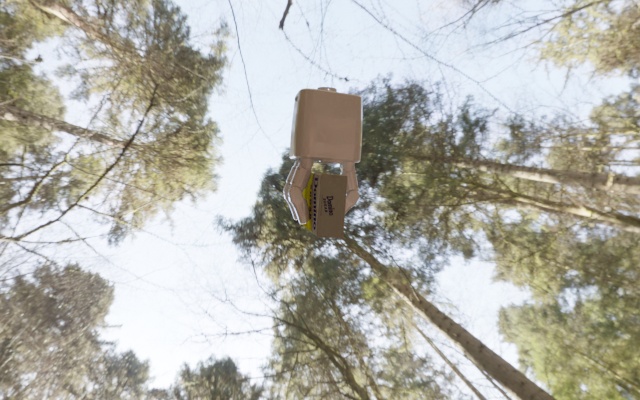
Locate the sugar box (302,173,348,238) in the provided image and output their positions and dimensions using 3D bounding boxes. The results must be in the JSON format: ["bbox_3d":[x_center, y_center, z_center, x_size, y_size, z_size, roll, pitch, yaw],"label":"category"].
[{"bbox_3d":[0.000,0.002,0.763,0.048,0.093,0.176,4,3,-9],"label":"sugar box"}]
